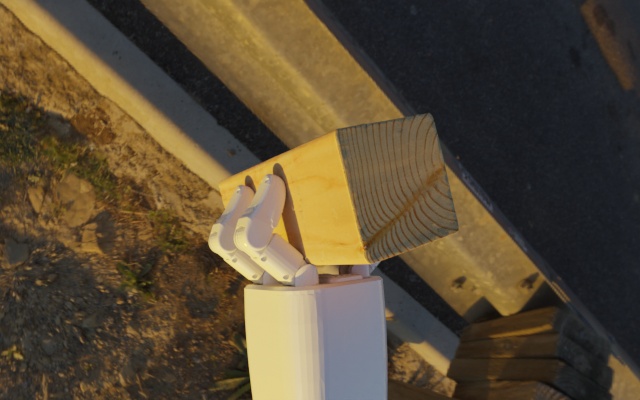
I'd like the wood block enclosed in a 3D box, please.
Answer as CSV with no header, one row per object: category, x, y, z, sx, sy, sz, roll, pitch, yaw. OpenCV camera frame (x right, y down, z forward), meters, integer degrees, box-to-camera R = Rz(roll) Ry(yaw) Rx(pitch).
wood block,0.000,0.002,0.404,0.091,0.090,0.206,-14,1,-33
